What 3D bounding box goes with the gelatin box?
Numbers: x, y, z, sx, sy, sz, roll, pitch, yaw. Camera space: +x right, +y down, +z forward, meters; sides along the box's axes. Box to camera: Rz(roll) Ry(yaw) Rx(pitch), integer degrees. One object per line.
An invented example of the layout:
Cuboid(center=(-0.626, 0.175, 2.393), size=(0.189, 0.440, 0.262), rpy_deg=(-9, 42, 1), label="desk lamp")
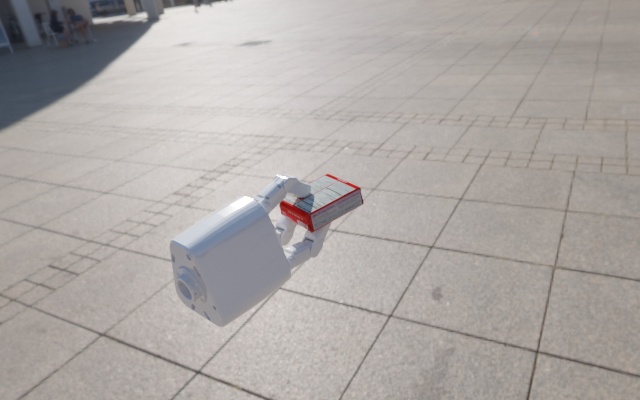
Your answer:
Cuboid(center=(0.000, 0.002, 0.637), size=(0.089, 0.030, 0.073), rpy_deg=(-29, 32, -26), label="gelatin box")
